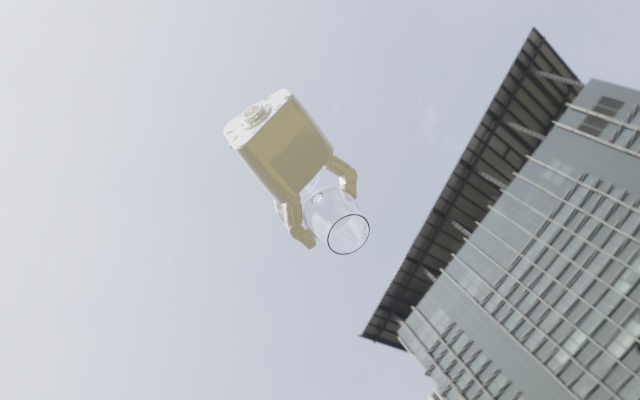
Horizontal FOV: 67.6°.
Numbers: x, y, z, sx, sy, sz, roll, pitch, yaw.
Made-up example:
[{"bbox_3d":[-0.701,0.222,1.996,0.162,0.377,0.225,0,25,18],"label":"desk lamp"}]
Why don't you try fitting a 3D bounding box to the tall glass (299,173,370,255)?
[{"bbox_3d":[0.000,0.002,0.707,0.079,0.079,0.201,0,26,-25],"label":"tall glass"}]
